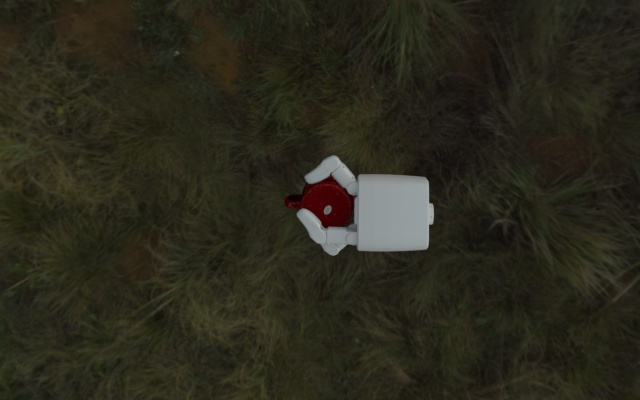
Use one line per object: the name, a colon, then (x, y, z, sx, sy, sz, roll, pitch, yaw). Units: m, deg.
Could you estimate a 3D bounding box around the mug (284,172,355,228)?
mug: (-0.001, 0.002, 0.768, 0.117, 0.093, 0.081, 4, 14, 4)
